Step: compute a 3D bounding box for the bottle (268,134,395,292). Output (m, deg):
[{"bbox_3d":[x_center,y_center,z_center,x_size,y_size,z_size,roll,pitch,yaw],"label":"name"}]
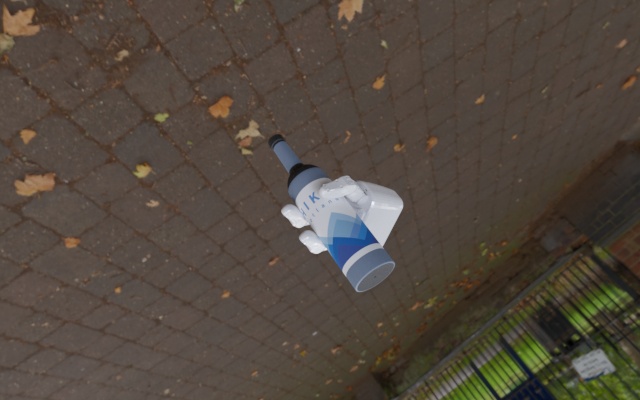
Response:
[{"bbox_3d":[0.000,0.003,0.731,0.069,0.295,0.069,-27,-30,-17],"label":"bottle"}]
